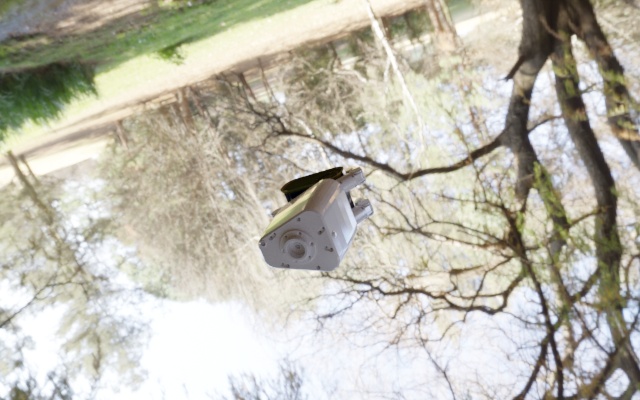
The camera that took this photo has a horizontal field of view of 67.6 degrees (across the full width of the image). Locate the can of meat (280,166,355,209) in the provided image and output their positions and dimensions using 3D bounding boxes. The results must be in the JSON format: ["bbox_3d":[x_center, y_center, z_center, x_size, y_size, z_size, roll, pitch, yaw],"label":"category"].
[{"bbox_3d":[0.000,0.003,0.754,0.102,0.084,0.057,-15,17,19],"label":"can of meat"}]
